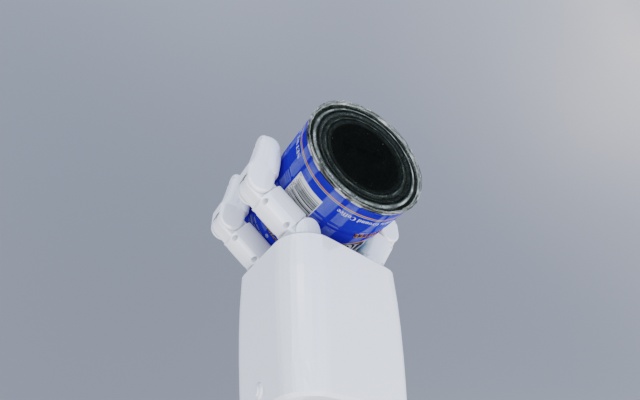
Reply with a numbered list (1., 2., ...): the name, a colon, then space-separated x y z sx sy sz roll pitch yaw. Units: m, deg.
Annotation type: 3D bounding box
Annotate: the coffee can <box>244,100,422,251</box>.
1. coffee can: 0.000 0.001 0.402 0.103 0.102 0.140 0 -31 -36
